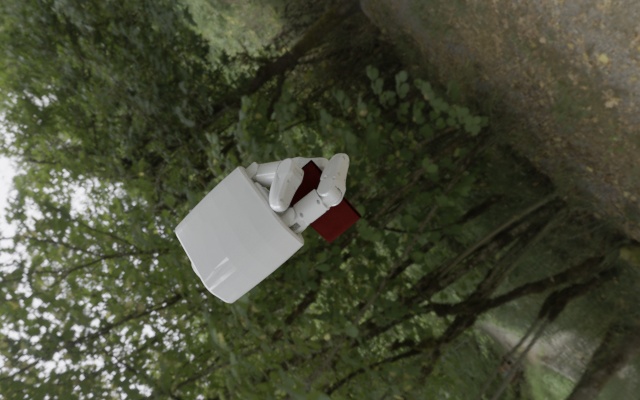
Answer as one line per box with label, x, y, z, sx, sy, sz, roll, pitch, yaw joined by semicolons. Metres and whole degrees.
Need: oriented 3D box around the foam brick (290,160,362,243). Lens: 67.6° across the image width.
foam brick;0.000;0.002;0.561;0.078;0.051;0.053;46;3;-40
